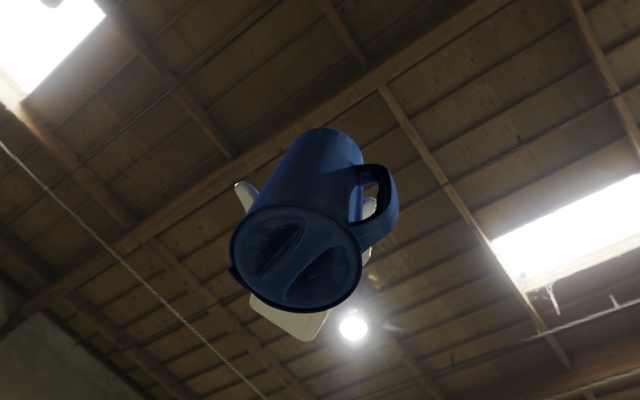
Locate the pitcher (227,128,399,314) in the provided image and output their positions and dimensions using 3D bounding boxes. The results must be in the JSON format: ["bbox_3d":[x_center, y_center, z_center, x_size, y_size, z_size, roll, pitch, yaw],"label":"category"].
[{"bbox_3d":[0.000,0.002,0.561,0.149,0.145,0.242,19,31,-2],"label":"pitcher"}]
